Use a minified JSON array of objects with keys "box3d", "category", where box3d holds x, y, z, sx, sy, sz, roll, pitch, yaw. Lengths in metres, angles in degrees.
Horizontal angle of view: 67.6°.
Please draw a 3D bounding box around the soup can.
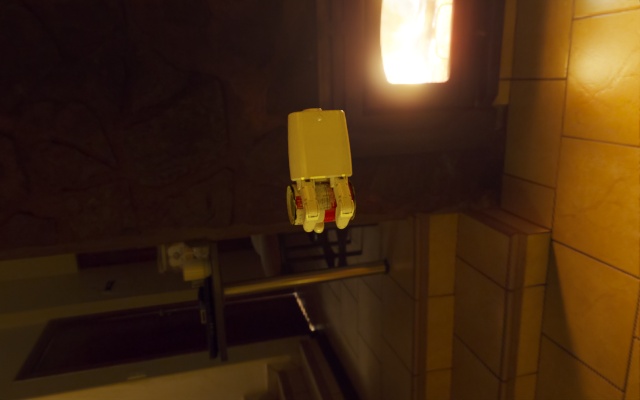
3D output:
[{"box3d":[0.000,0.003,0.789,0.102,0.068,0.068,-5,1,-13],"category":"soup can"}]
